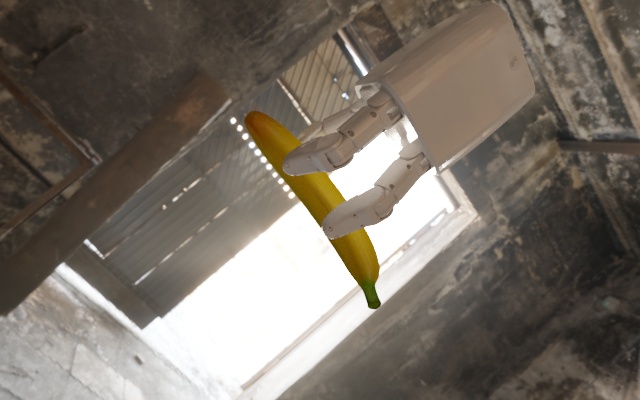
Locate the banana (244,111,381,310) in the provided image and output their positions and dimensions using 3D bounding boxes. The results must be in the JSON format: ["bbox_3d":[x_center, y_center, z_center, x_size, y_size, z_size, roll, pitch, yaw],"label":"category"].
[{"bbox_3d":[0.002,0.002,0.427,0.037,0.198,0.069,-35,6,4],"label":"banana"}]
